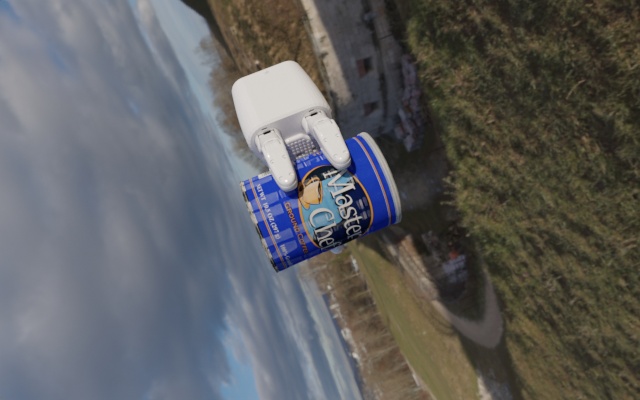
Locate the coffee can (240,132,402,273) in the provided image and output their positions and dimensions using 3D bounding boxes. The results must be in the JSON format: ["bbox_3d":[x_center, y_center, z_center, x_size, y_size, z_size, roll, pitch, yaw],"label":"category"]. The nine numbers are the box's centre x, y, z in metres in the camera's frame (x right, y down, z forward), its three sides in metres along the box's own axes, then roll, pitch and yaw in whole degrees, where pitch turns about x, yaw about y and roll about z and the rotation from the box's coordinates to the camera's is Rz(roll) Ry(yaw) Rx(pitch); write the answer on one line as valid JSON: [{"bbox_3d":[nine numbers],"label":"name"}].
[{"bbox_3d":[0.000,0.002,0.501,0.140,0.103,0.103,-22,2,-4],"label":"coffee can"}]
